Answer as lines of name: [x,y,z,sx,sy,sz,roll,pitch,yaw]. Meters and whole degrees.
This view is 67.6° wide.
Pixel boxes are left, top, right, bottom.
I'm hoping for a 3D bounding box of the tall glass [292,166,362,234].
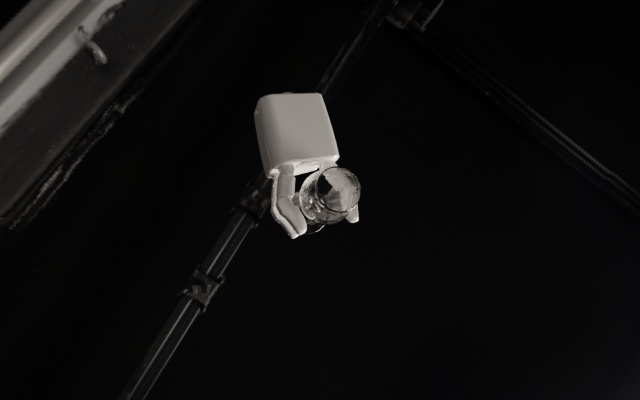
tall glass: [0.000,0.003,0.709,0.079,0.079,0.201,0,-10,-14]
